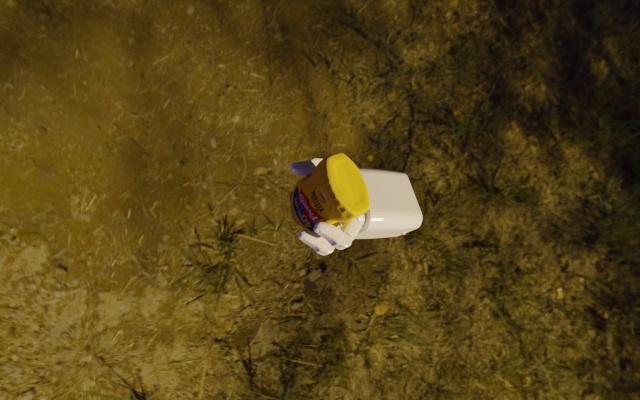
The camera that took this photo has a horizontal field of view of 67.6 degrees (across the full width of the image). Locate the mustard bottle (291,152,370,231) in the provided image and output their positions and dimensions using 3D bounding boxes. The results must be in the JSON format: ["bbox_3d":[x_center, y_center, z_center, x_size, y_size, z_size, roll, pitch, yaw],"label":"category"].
[{"bbox_3d":[0.000,0.002,0.750,0.058,0.096,0.192,-25,-5,-30],"label":"mustard bottle"}]
